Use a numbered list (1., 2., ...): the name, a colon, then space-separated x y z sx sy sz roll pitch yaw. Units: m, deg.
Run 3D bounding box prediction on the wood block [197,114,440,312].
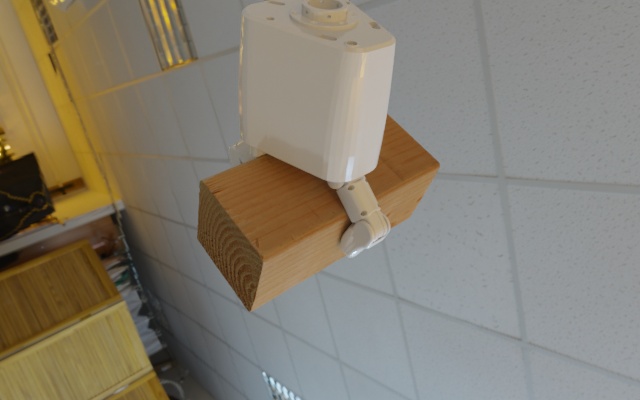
1. wood block: 0.000 0.001 0.445 0.206 0.090 0.090 -26 -27 -32
